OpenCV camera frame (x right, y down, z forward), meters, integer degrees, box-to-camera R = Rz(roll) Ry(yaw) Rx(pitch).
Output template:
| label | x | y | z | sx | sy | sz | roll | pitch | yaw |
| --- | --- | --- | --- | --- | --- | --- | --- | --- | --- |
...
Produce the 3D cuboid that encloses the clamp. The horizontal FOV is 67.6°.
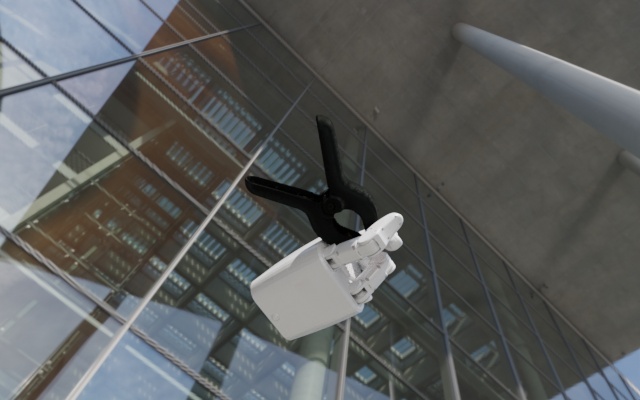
| label | x | y | z | sx | sy | sz | roll | pitch | yaw |
| --- | --- | --- | --- | --- | --- | --- | --- | --- | --- |
| clamp | 0.000 | 0.002 | 0.542 | 0.120 | 0.171 | 0.039 | -28 | 17 | 20 |
